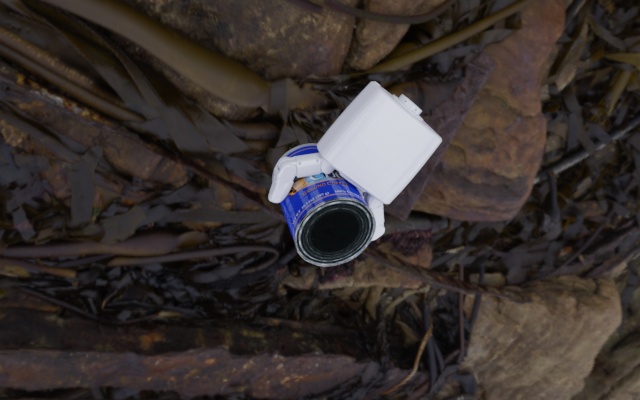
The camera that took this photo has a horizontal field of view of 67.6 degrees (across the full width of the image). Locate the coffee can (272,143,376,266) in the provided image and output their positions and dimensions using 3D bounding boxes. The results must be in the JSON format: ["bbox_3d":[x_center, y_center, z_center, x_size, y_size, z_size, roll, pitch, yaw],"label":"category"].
[{"bbox_3d":[0.000,0.002,0.627,0.103,0.103,0.140,0,33,-19],"label":"coffee can"}]
